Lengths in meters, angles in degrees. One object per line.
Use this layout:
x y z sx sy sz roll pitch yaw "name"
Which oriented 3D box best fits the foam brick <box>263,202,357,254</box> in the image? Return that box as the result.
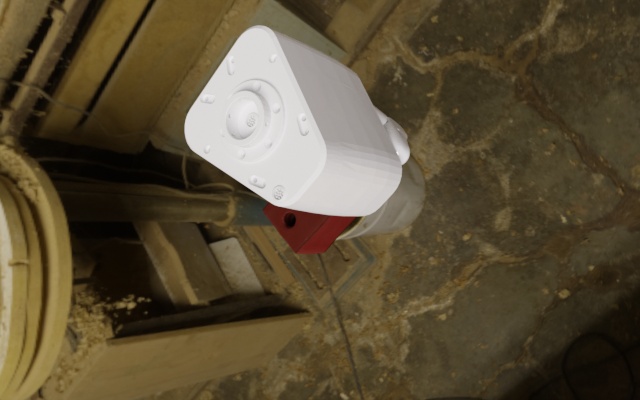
0.000 0.002 0.409 0.053 0.078 0.051 49 21 22 "foam brick"
